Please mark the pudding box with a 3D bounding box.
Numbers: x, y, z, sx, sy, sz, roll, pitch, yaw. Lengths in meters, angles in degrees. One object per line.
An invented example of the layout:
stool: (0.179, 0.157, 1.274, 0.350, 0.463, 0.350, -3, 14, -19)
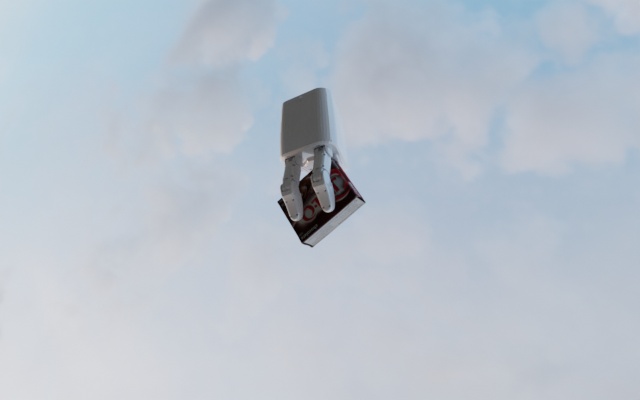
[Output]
pudding box: (0.000, 0.002, 0.730, 0.113, 0.090, 0.039, -43, -35, 14)
